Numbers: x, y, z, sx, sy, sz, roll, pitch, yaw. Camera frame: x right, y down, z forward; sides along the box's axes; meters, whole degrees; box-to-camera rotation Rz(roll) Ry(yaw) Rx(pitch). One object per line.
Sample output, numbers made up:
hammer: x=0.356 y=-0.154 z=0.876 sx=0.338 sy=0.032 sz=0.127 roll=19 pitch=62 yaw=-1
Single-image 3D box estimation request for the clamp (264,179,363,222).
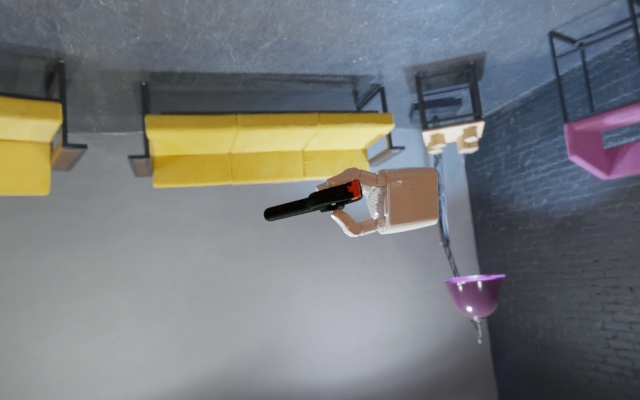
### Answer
clamp: x=0.001 y=0.003 z=0.811 sx=0.164 sy=0.036 sz=0.210 roll=-10 pitch=-6 yaw=-21
